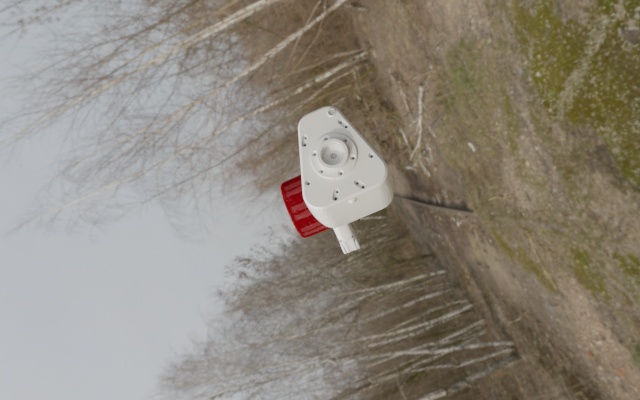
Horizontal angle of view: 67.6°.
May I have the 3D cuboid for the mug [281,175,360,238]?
[{"bbox_3d":[0.000,0.003,0.654,0.081,0.093,0.117,-23,-17,4],"label":"mug"}]
